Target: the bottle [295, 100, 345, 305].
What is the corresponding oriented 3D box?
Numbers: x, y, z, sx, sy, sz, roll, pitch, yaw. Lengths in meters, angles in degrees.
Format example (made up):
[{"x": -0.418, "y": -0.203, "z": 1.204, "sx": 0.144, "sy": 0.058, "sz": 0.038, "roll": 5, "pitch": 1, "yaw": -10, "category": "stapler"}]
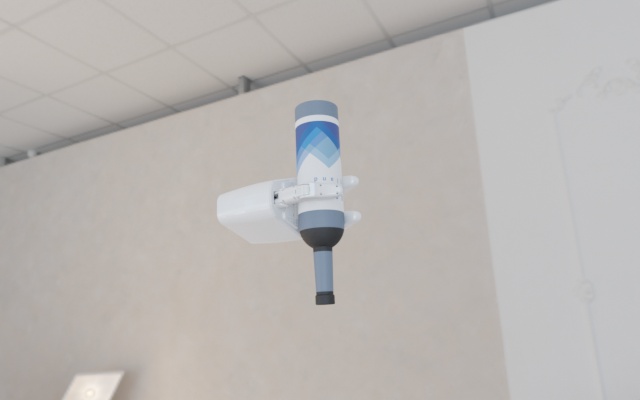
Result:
[{"x": 0.000, "y": 0.002, "z": 0.699, "sx": 0.069, "sy": 0.295, "sz": 0.069, "roll": -3, "pitch": -14, "yaw": -1, "category": "bottle"}]
